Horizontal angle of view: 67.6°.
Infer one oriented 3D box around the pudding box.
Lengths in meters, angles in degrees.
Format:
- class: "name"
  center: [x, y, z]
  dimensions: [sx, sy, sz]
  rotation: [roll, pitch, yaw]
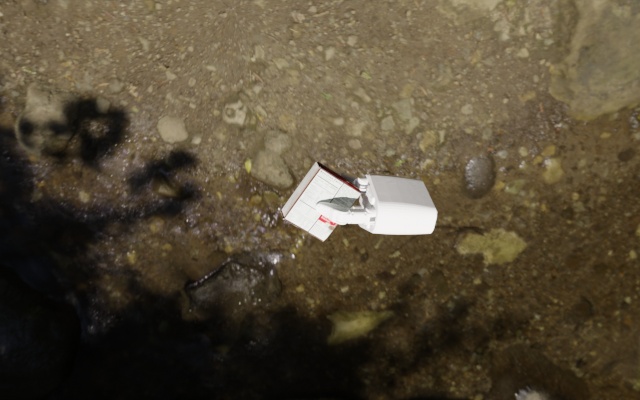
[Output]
- class: "pudding box"
  center: [0.000, 0.003, 0.812]
  dimensions: [0.090, 0.113, 0.039]
  rotation: [32, 13, -21]
